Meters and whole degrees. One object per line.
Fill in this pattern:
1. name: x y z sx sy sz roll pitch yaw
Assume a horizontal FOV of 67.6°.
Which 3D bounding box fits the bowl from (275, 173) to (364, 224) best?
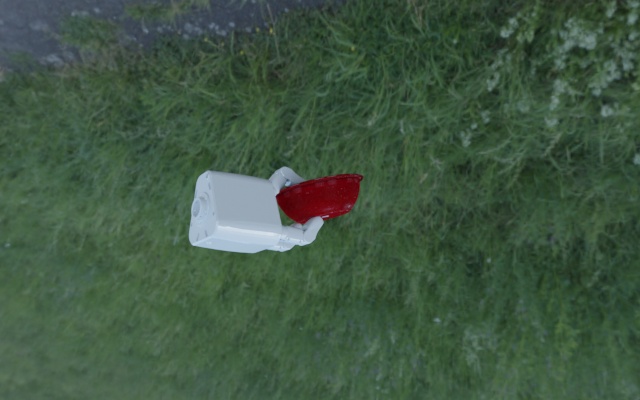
1. bowl: 0.001 0.003 0.814 0.162 0.055 0.162 -13 -8 -2
